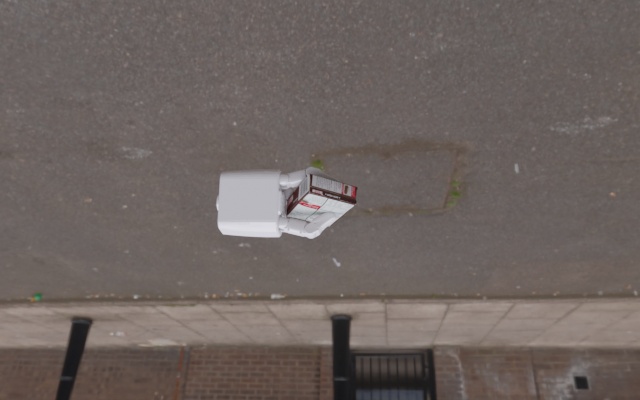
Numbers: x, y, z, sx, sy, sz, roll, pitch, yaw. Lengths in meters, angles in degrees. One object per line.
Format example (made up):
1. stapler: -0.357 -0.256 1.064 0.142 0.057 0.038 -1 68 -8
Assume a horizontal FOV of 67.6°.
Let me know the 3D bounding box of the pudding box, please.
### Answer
1. pudding box: 0.000 0.003 0.832 0.090 0.039 0.113 14 -27 -19
